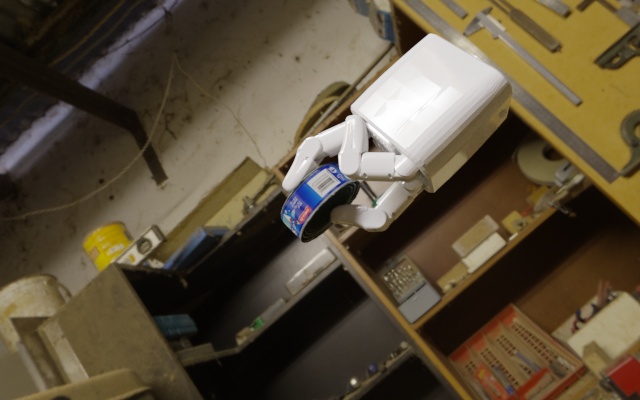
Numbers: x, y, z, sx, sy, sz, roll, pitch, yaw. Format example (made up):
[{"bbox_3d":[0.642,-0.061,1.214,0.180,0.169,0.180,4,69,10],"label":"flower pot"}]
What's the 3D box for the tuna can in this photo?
[{"bbox_3d":[0.000,0.001,0.496,0.033,0.086,0.086,44,15,17],"label":"tuna can"}]
